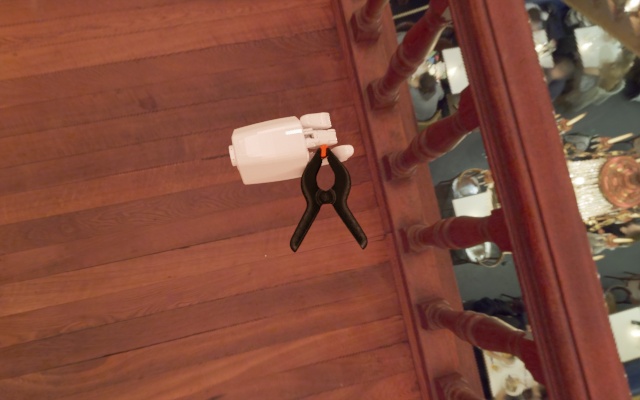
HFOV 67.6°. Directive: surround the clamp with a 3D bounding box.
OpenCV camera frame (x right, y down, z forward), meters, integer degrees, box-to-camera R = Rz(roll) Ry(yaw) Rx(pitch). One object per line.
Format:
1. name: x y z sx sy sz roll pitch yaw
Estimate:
1. clamp: 0.000 0.002 0.745 0.120 0.171 0.039 -11 -5 -3
